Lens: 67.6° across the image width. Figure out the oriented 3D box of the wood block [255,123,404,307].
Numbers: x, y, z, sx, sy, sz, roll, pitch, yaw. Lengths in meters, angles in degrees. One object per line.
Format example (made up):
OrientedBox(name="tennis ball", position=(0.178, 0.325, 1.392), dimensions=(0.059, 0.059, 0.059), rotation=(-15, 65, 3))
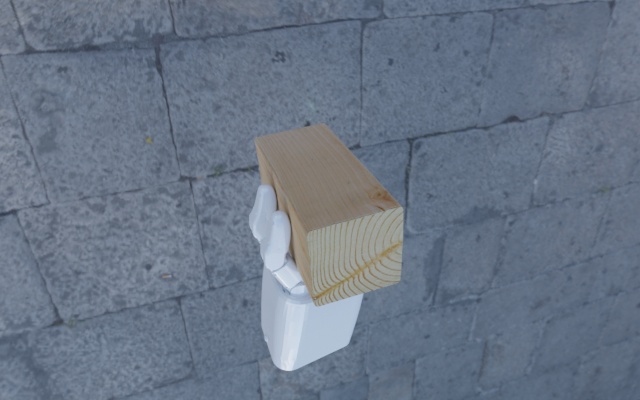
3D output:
OrientedBox(name="wood block", position=(0.000, 0.002, 0.508), dimensions=(0.091, 0.090, 0.206), rotation=(-14, 33, -14))
